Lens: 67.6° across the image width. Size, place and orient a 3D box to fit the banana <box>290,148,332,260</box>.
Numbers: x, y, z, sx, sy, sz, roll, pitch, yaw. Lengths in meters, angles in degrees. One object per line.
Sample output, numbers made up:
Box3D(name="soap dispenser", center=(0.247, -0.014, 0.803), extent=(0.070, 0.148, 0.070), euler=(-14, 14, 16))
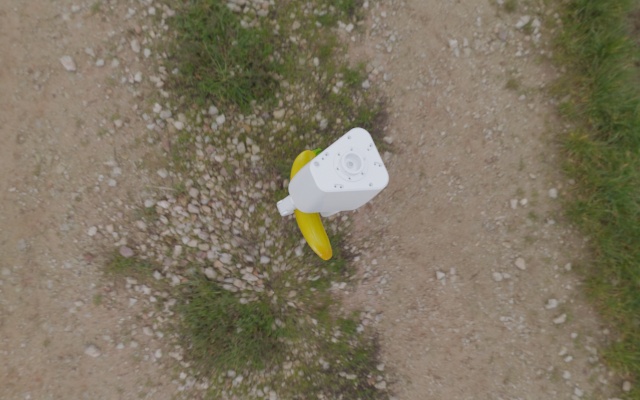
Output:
Box3D(name="banana", center=(-0.016, -0.003, 0.775), extent=(0.069, 0.197, 0.037), euler=(7, -21, -29))
